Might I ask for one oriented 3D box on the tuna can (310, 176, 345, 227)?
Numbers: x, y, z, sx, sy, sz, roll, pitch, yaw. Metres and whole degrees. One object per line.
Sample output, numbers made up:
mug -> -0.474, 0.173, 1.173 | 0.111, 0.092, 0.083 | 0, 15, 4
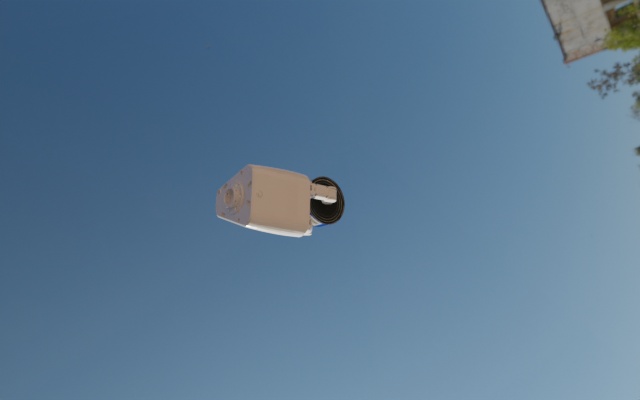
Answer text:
tuna can -> 0.000, 0.003, 0.844 | 0.086, 0.086, 0.034 | 0, -11, -40
